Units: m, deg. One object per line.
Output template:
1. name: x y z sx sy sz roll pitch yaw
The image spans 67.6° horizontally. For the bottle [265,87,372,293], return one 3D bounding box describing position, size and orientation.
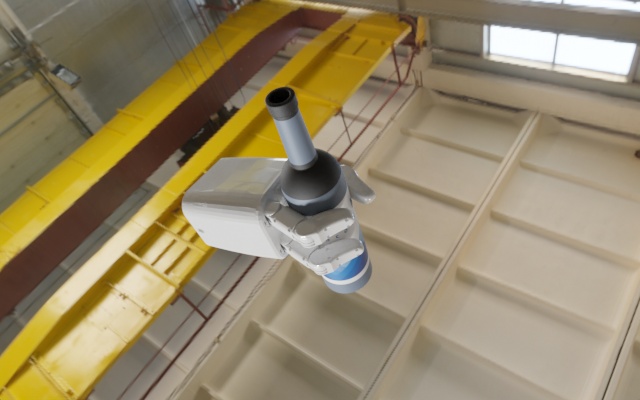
1. bottle: 0.000 0.002 0.523 0.069 0.069 0.296 0 -39 18
